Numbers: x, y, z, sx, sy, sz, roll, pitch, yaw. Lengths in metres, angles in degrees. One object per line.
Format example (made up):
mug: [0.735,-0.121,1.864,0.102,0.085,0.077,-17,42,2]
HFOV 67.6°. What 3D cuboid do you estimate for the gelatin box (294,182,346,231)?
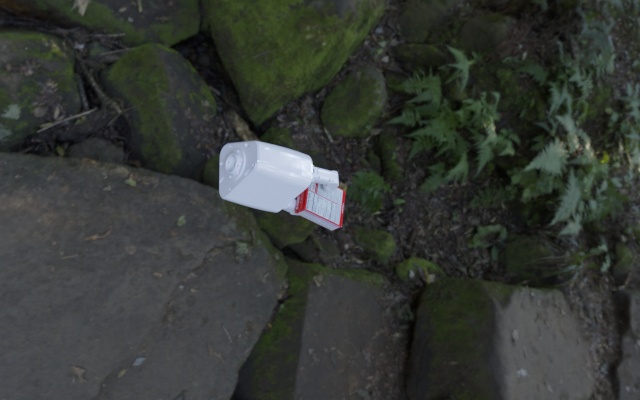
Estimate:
gelatin box: [0.001,0.003,0.837,0.089,0.073,0.030,26,-33,-32]
